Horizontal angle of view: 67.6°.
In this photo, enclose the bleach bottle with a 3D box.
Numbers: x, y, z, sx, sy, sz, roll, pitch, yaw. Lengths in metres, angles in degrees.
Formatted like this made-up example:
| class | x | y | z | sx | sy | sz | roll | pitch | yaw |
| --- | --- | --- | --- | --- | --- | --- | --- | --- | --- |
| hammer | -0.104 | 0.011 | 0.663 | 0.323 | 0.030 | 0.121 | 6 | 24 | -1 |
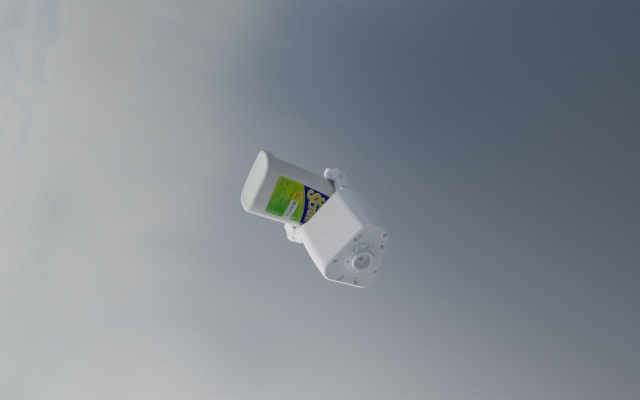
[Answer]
| class | x | y | z | sx | sy | sz | roll | pitch | yaw |
| --- | --- | --- | --- | --- | --- | --- | --- | --- | --- |
| bleach bottle | 0.000 | 0.003 | 0.805 | 0.251 | 0.102 | 0.068 | 17 | 20 | -27 |
